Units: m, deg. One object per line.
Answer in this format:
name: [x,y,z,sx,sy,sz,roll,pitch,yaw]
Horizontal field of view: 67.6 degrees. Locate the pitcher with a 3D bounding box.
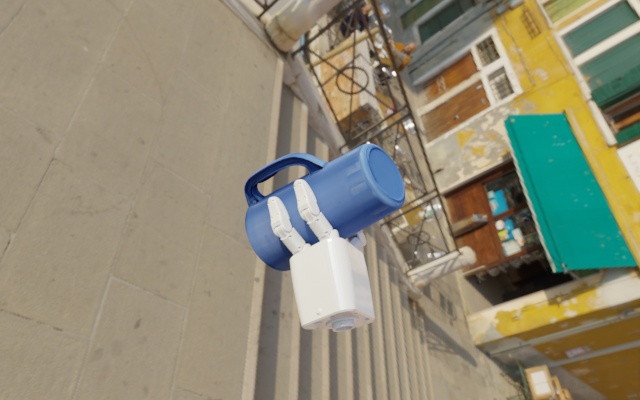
pitcher: [0.000,0.003,0.749,0.243,0.145,0.149,-29,-33,32]
